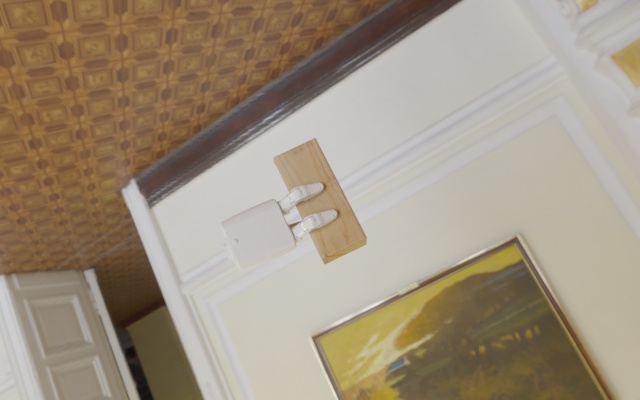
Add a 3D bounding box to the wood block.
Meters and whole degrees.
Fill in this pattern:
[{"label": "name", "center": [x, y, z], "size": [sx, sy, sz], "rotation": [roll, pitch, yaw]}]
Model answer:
[{"label": "wood block", "center": [0.000, 0.003, 0.884], "size": [0.090, 0.206, 0.091], "rotation": [-26, -14, -2]}]
